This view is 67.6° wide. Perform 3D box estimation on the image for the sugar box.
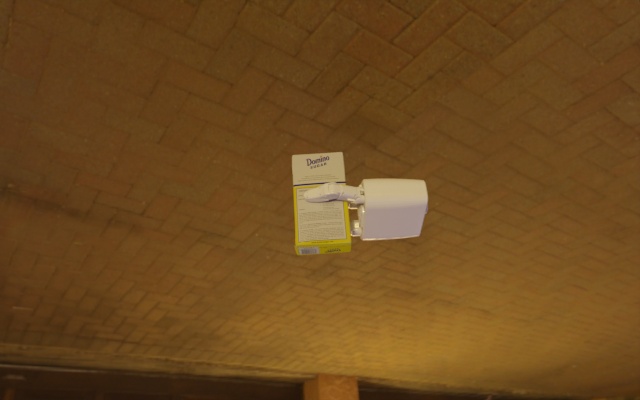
[{"bbox_3d":[0.000,0.003,0.818,0.093,0.176,0.048,-3,-30,0],"label":"sugar box"}]
